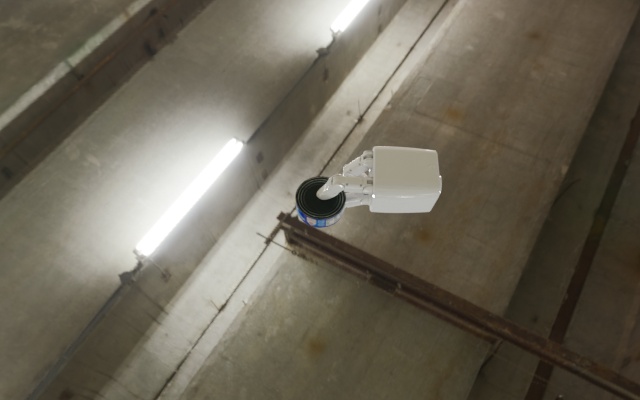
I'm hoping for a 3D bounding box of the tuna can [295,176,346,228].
[{"bbox_3d":[0.000,0.003,0.816,0.086,0.086,0.034,0,-32,-1],"label":"tuna can"}]
